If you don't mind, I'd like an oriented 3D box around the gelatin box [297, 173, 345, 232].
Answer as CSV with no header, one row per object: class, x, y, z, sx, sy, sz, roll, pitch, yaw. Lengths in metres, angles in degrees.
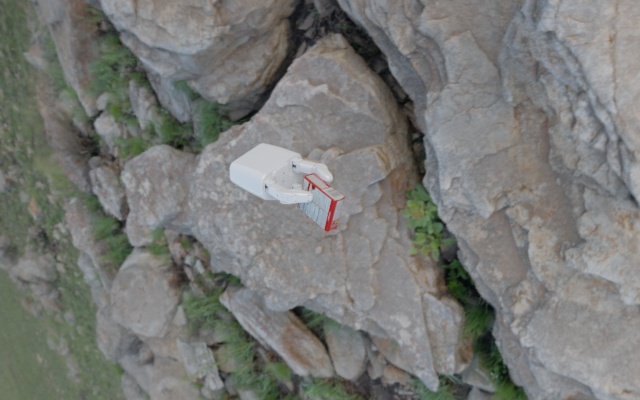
gelatin box,0.000,0.003,0.882,0.030,0.073,0.089,-19,45,-39
